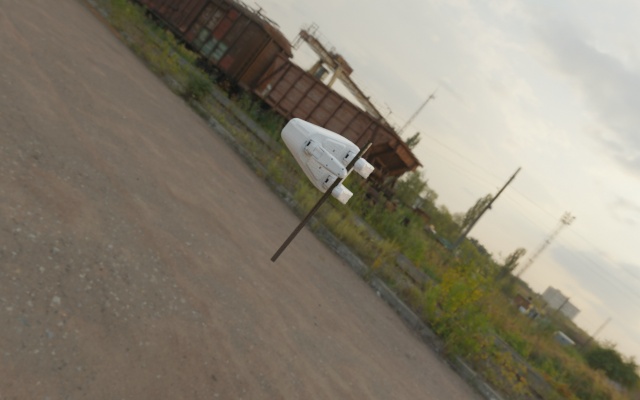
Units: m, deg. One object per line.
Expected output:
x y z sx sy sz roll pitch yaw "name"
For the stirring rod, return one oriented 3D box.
0.000 0.002 0.742 0.011 0.239 0.011 39 5 -4 "stirring rod"
